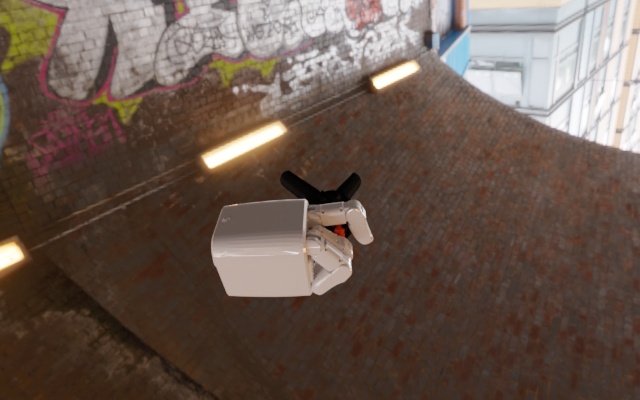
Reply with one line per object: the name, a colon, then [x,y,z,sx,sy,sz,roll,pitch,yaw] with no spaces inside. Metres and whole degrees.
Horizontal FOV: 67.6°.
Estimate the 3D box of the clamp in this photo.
clamp: [0.000,0.003,0.655,0.120,0.039,0.171,0,27,1]
